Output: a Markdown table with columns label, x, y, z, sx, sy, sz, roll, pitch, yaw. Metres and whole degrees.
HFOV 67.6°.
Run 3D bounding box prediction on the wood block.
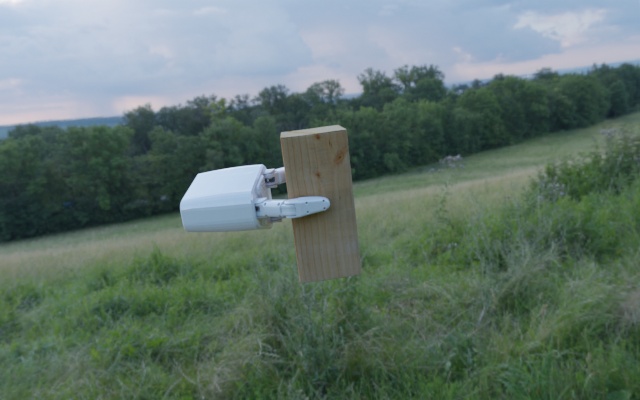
| label | x | y | z | sx | sy | sz | roll | pitch | yaw |
| --- | --- | --- | --- | --- | --- | --- | --- | --- | --- |
| wood block | 0.000 | 0.002 | 0.690 | 0.090 | 0.206 | 0.090 | -8 | 13 | -3 |
